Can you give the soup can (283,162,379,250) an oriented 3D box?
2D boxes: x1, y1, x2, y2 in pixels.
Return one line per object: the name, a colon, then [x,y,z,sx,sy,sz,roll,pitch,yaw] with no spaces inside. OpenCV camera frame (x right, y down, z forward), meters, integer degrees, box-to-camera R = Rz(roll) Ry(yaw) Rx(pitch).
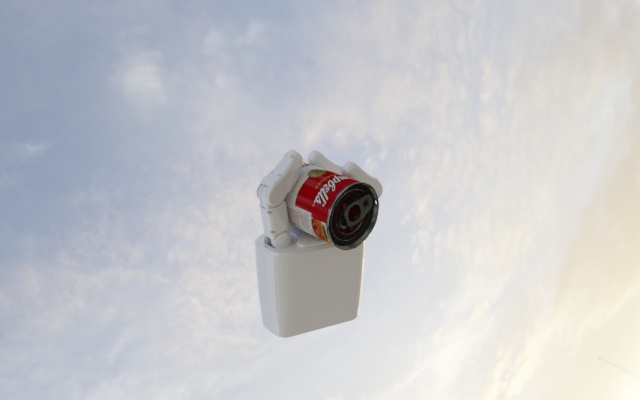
soup can: [0.000,0.001,0.489,0.068,0.068,0.102,0,16,-43]
